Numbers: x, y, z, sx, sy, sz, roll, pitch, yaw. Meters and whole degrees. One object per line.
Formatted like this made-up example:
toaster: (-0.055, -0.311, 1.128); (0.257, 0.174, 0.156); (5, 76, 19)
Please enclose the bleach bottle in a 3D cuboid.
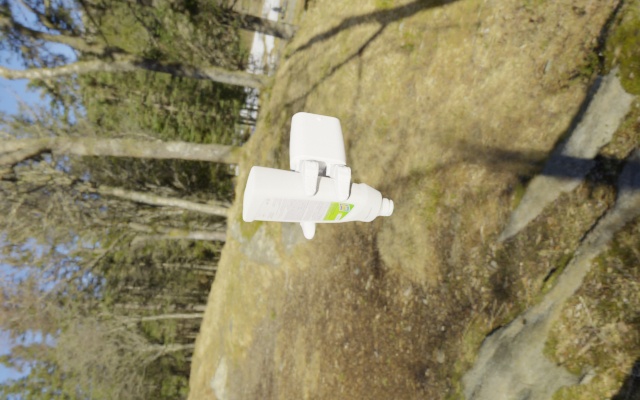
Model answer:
bleach bottle: (0.000, 0.003, 0.817); (0.251, 0.068, 0.103); (7, -34, -15)
